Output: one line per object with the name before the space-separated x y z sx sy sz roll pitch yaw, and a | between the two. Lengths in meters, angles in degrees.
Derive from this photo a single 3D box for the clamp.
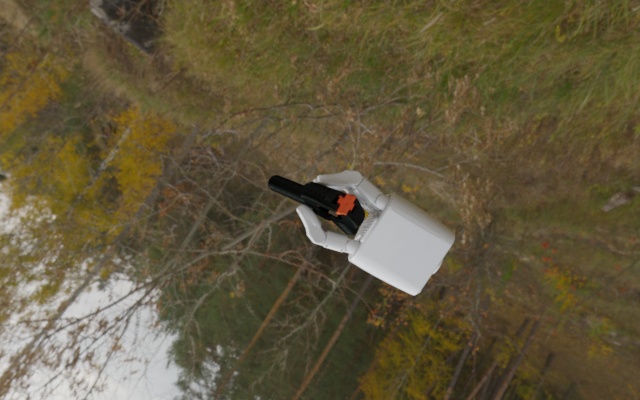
clamp | 0.000 0.003 0.679 0.164 0.036 0.210 29 -7 -4
